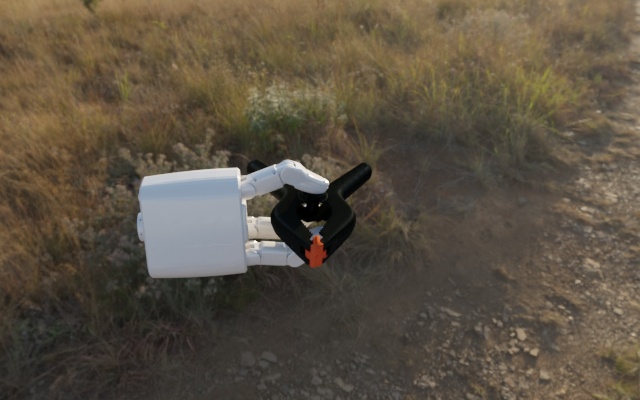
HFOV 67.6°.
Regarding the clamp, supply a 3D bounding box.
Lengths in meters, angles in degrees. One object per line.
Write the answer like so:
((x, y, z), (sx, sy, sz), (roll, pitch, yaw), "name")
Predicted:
((0.000, 0.001, 0.561), (0.164, 0.036, 0.209), (-3, 31, -9), "clamp")
